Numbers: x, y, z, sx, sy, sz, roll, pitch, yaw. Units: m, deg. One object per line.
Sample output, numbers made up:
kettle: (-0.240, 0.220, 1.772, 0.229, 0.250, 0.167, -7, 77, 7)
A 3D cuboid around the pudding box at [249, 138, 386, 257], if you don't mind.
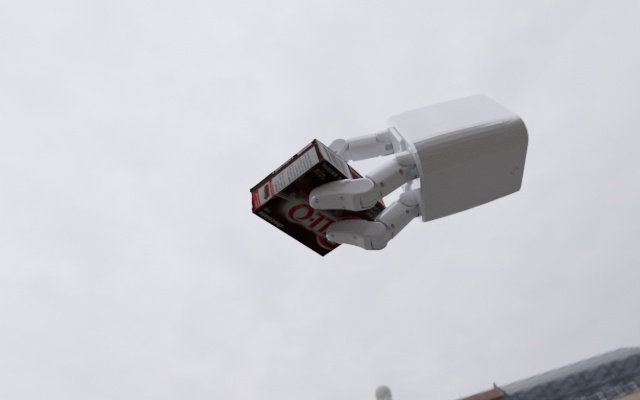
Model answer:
pudding box: (0.000, 0.001, 0.477, 0.090, 0.039, 0.113, -36, -49, 19)
